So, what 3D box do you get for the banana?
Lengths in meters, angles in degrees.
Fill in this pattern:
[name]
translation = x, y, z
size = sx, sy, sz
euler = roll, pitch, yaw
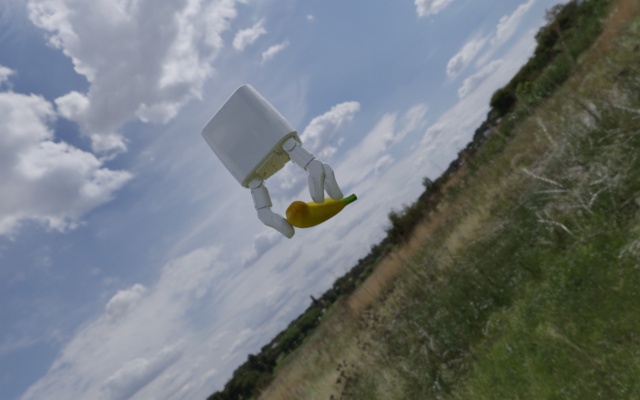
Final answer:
[banana]
translation = -0.011, 0.014, 0.719
size = 0.070, 0.037, 0.198
euler = -44, -13, 23
